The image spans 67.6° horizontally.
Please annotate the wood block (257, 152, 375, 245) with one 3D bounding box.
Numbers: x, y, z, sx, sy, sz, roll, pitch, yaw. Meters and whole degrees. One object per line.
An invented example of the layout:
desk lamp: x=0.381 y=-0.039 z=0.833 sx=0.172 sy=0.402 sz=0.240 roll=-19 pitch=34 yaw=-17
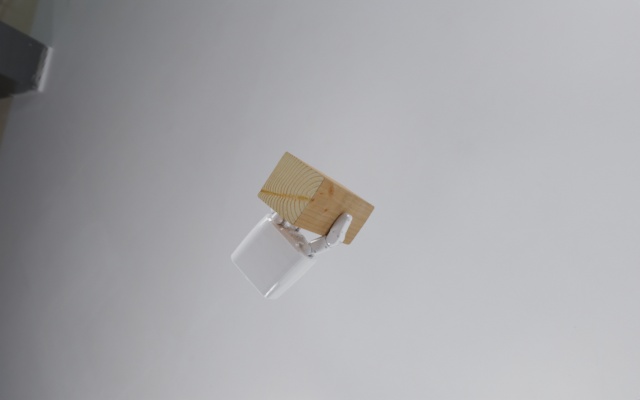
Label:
wood block: x=0.000 y=0.003 z=0.824 sx=0.090 sy=0.090 sz=0.206 roll=37 pitch=6 yaw=30
